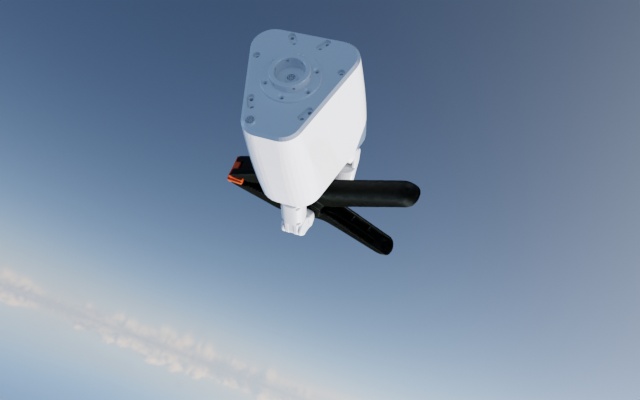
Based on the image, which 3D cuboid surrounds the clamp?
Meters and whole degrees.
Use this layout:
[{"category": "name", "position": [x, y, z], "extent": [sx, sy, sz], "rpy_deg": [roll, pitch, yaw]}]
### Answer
[{"category": "clamp", "position": [-0.001, 0.002, 0.533], "extent": [0.210, 0.036, 0.165], "rpy_deg": [16, -25, 13]}]
